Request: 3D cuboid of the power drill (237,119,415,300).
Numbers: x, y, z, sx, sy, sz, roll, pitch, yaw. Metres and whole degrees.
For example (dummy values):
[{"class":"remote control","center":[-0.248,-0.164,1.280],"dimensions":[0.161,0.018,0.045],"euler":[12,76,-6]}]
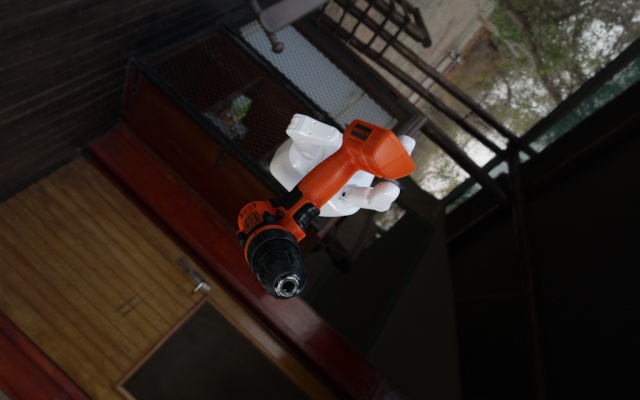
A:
[{"class":"power drill","center":[0.000,0.001,0.480],"dimensions":[0.187,0.057,0.184],"euler":[-39,25,-2]}]
